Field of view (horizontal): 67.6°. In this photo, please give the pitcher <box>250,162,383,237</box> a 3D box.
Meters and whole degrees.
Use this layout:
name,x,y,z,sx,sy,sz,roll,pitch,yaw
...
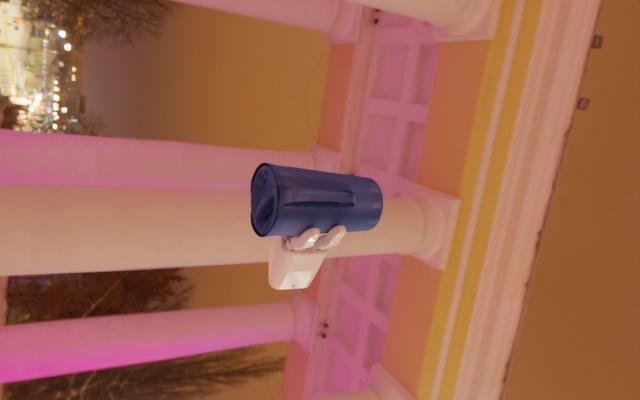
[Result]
name,x,y,z,sx,sy,sz,roll,pitch,yaw
pitcher,0.000,0.003,0.896,0.243,0.145,0.149,2,37,-29
